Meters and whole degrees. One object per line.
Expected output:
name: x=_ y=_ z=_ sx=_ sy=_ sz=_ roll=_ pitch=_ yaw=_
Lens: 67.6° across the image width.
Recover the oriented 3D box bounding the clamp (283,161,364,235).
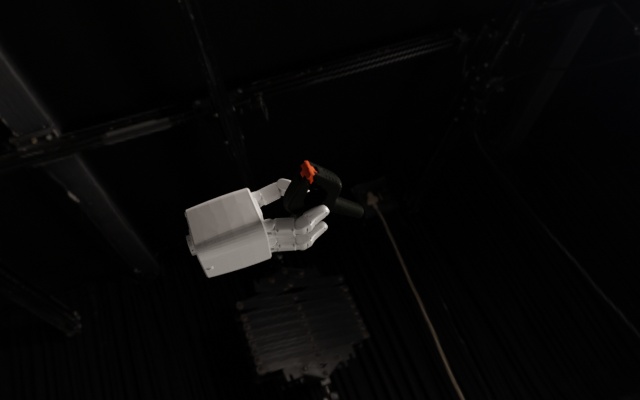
clamp: x=0.000 y=0.002 z=0.765 sx=0.164 sy=0.036 sz=0.210 roll=-20 pitch=-29 yaw=-13
